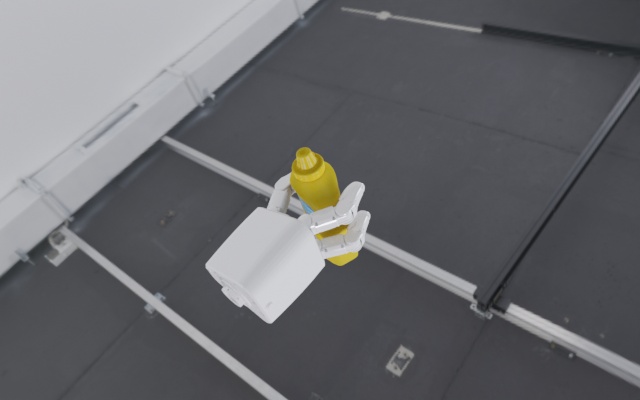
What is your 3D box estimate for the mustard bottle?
[{"bbox_3d":[0.000,0.002,0.650,0.058,0.192,0.096,-28,48,-7],"label":"mustard bottle"}]
